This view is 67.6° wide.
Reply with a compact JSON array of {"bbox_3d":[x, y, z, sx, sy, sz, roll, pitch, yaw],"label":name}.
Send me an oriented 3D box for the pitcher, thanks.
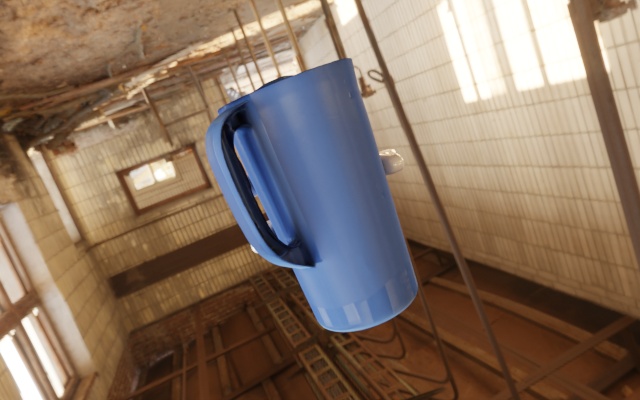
[{"bbox_3d":[0.000,0.001,0.456,0.149,0.243,0.145,-21,9,-2],"label":"pitcher"}]
